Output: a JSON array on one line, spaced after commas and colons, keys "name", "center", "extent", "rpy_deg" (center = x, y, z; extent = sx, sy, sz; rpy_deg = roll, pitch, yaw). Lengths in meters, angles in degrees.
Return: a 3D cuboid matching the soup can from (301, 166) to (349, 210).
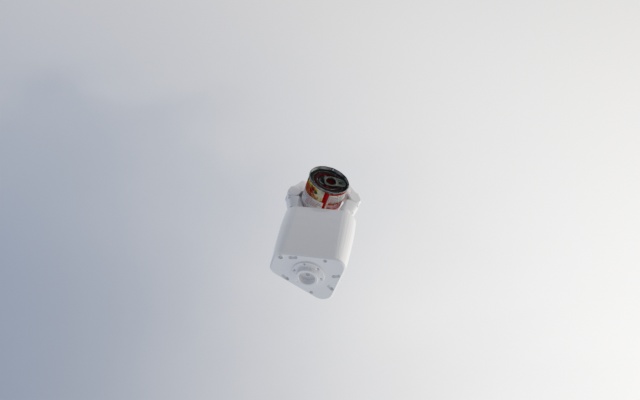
[{"name": "soup can", "center": [0.000, 0.002, 0.799], "extent": [0.068, 0.102, 0.068], "rpy_deg": [13, 39, -11]}]
